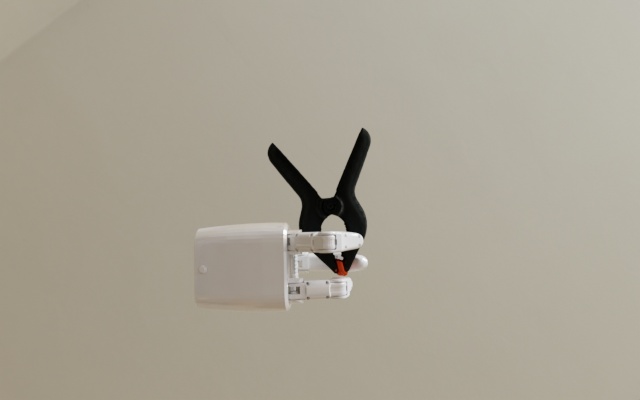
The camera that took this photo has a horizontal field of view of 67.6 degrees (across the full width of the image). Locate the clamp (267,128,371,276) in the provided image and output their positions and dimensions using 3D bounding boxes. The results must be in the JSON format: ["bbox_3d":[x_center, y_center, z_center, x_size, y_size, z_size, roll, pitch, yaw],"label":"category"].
[{"bbox_3d":[0.000,0.002,0.556,0.120,0.171,0.039,-1,-3,4],"label":"clamp"}]
